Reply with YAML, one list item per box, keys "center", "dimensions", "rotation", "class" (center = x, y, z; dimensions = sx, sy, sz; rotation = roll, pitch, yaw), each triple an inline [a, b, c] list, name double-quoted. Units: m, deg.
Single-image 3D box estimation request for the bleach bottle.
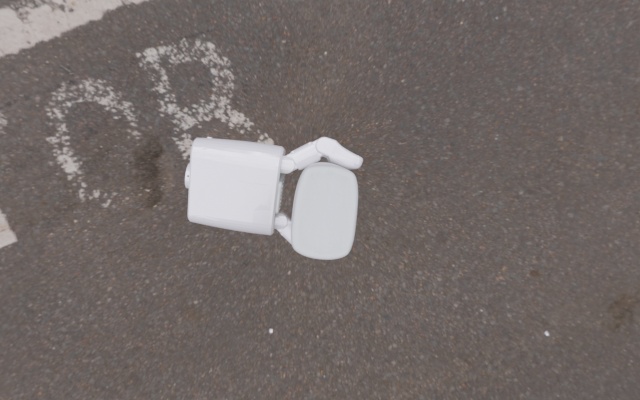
- center: [0.000, 0.002, 0.615]
  dimensions: [0.068, 0.102, 0.251]
  rotation: [7, 4, -3]
  class: "bleach bottle"
